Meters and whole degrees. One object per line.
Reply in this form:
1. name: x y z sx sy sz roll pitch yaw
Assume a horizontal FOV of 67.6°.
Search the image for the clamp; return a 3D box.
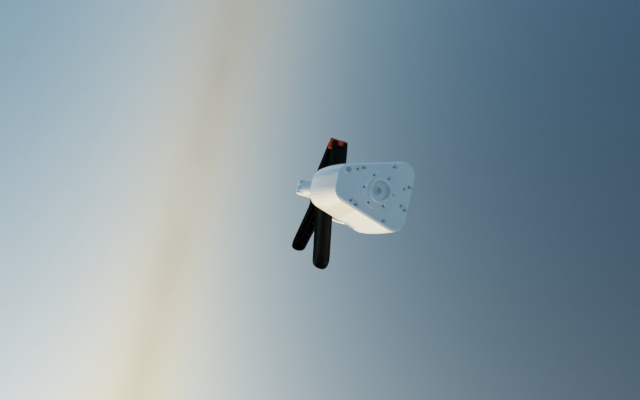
1. clamp: 0.000 0.002 0.790 0.036 0.210 0.164 15 -6 -18
